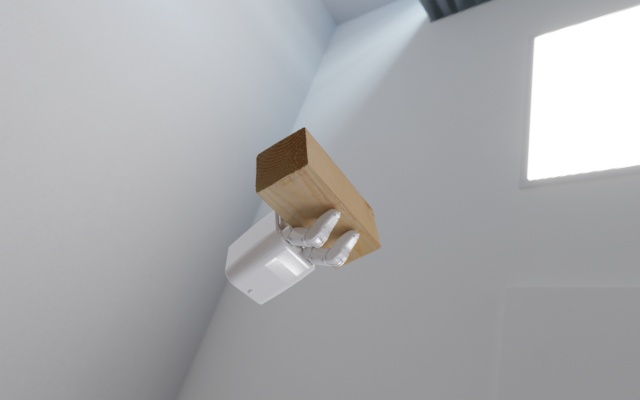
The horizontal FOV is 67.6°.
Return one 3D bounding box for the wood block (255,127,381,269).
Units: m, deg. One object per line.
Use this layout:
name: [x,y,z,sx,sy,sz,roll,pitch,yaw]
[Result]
wood block: [0.000,0.002,0.728,0.090,0.090,0.206,-28,-50,18]
